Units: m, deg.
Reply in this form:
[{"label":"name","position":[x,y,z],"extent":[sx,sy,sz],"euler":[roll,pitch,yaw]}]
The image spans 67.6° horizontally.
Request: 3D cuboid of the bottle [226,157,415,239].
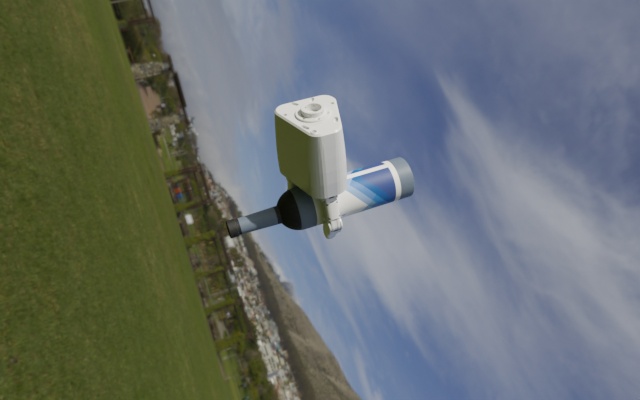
[{"label":"bottle","position":[0.000,0.002,0.741],"extent":[0.295,0.069,0.069],"euler":[-17,4,-14]}]
